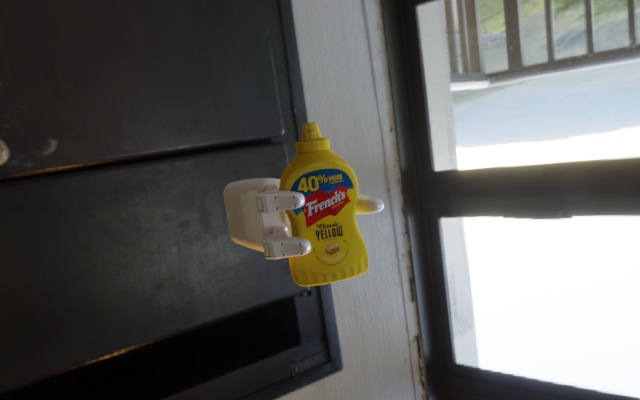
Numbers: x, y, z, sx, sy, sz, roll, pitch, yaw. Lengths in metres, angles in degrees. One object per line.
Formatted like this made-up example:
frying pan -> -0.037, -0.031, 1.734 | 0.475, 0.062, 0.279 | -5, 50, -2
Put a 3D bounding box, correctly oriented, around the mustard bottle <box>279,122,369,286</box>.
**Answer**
mustard bottle -> 0.000, 0.002, 0.581 | 0.096, 0.191, 0.058 | -10, 9, -12
